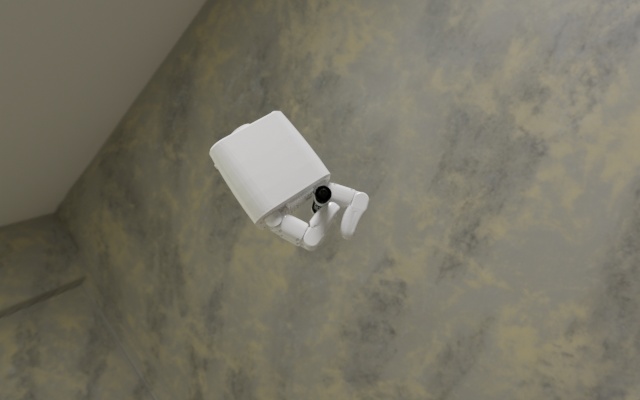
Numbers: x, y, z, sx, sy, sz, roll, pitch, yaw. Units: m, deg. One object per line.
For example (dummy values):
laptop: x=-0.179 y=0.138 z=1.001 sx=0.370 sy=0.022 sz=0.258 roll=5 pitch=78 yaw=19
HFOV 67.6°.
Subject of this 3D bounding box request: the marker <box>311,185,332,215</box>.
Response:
marker: x=0.000 y=0.002 z=0.581 sx=0.020 sy=0.020 sz=0.121 roll=0 pitch=-10 yaw=-3
